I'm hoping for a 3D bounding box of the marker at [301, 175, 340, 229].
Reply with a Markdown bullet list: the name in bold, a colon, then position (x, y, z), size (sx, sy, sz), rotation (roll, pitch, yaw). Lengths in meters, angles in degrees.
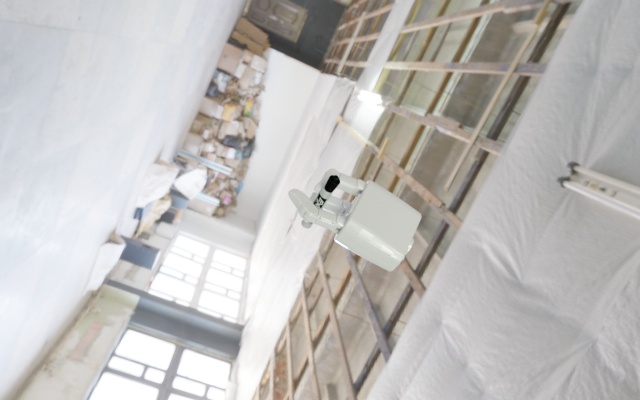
- **marker**: position (0.000, 0.002, 0.746), size (0.020, 0.020, 0.121), rotation (0, -38, -30)
